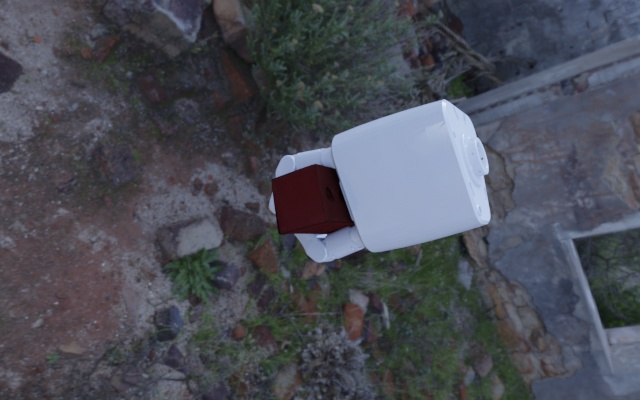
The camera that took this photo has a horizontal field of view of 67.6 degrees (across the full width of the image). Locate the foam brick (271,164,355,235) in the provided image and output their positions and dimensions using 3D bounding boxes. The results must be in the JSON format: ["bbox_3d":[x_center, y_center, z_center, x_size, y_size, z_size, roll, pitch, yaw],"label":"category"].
[{"bbox_3d":[0.000,0.002,0.442,0.051,0.053,0.078,-16,-11,31],"label":"foam brick"}]
